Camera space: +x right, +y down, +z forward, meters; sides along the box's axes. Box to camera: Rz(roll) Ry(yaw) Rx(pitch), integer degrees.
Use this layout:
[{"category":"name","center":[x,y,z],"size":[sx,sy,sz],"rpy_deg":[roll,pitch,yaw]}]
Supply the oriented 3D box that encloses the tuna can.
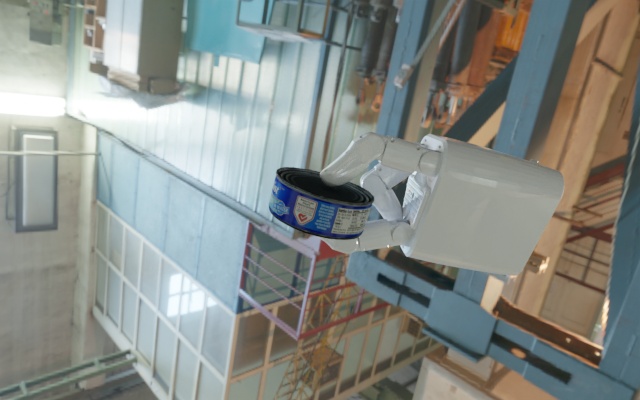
[{"category":"tuna can","center":[0.000,0.002,0.405],"size":[0.086,0.034,0.086],"rpy_deg":[15,15,-4]}]
